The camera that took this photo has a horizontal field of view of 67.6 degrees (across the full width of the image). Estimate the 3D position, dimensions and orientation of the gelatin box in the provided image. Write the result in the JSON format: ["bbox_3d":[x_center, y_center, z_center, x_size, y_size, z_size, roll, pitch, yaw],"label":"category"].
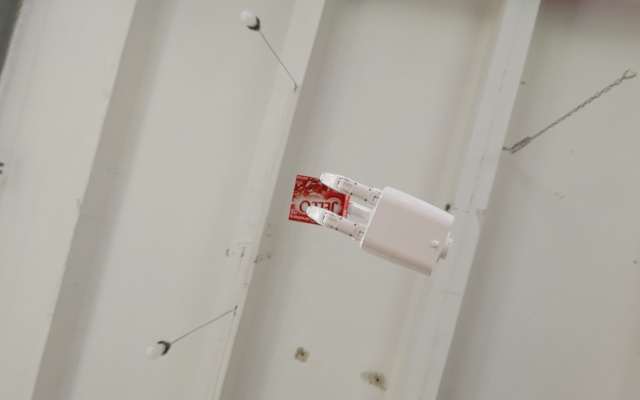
[{"bbox_3d":[0.000,0.002,0.741,0.089,0.073,0.030,9,-4,21],"label":"gelatin box"}]
